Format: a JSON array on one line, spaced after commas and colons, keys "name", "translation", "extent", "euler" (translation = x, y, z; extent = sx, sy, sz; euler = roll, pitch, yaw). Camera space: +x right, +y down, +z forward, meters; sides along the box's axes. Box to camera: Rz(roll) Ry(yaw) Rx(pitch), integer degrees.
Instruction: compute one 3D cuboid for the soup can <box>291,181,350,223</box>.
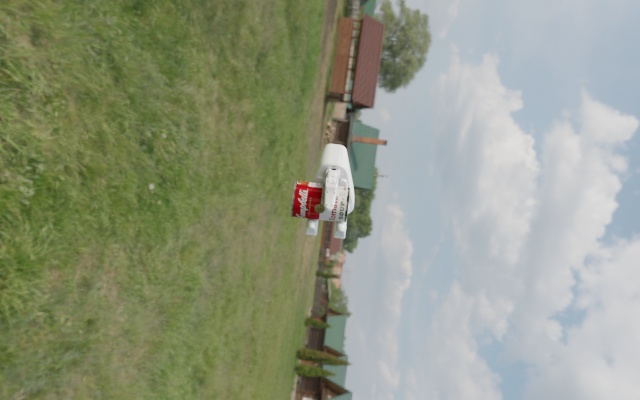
[{"name": "soup can", "translation": [0.000, 0.003, 0.884], "extent": [0.102, 0.068, 0.068], "euler": [7, 0, 1]}]
